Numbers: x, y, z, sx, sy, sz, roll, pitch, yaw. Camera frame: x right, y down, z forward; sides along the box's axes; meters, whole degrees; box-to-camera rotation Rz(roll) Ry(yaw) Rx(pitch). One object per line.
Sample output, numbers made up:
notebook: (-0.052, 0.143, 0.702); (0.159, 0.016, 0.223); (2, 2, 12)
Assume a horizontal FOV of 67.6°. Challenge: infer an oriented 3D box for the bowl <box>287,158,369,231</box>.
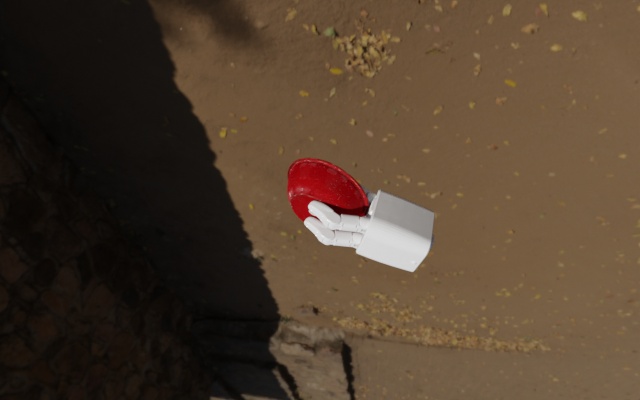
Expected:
bowl: (-0.001, 0.003, 0.834); (0.162, 0.055, 0.162); (23, -34, 16)
